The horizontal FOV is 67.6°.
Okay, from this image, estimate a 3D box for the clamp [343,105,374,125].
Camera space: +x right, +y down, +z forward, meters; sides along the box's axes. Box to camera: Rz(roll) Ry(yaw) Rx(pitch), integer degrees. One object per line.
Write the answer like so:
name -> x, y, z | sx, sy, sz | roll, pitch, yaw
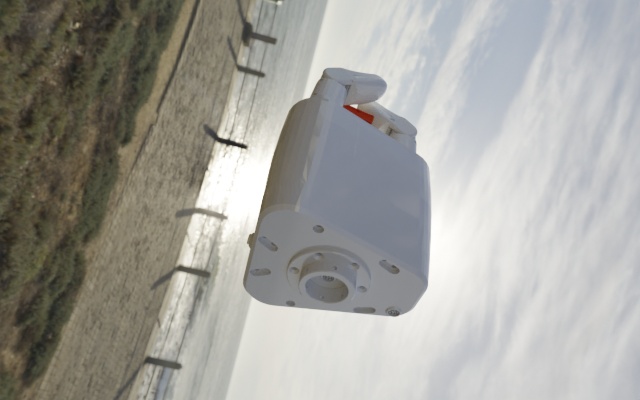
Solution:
clamp -> 0.001, 0.001, 0.417 | 0.039, 0.172, 0.120 | 17, 43, -2
